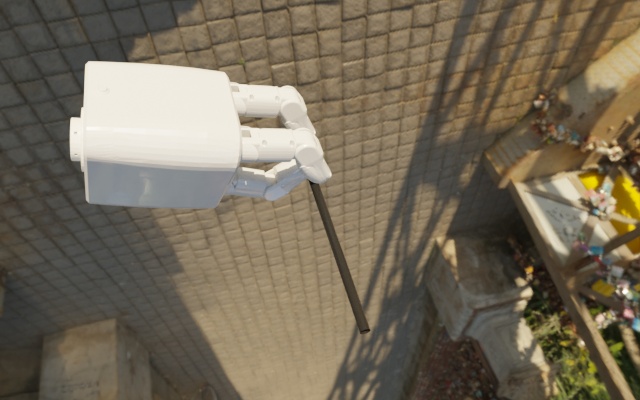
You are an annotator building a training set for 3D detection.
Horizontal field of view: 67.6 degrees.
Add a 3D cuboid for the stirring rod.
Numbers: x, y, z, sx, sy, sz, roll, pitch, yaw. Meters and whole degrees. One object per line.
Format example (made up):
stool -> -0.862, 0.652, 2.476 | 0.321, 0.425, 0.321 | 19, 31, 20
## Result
stirring rod -> 0.000, 0.001, 0.410 | 0.011, 0.239, 0.011 | -12, -36, -9
